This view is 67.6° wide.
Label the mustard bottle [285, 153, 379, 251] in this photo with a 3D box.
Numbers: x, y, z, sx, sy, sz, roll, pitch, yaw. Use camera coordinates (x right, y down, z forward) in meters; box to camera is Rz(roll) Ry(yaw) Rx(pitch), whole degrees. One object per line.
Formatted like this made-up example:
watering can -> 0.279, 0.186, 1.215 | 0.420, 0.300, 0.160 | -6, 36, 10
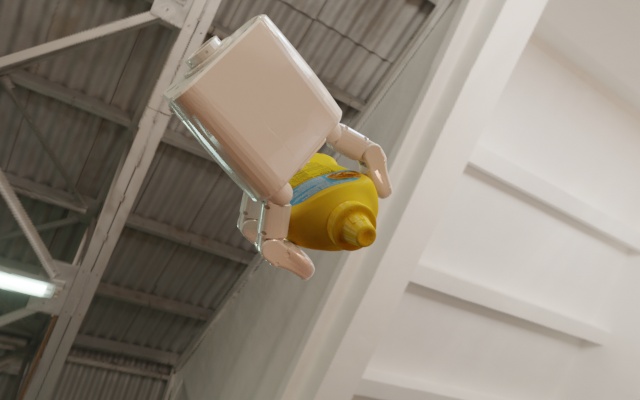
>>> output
mustard bottle -> 0.000, 0.002, 0.454 | 0.096, 0.058, 0.191 | -21, 23, -16
